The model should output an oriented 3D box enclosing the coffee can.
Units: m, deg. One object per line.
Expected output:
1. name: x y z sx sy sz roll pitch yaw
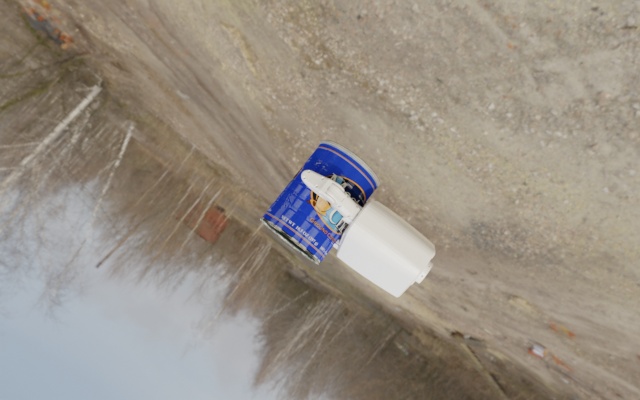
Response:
1. coffee can: 0.000 0.002 0.659 0.103 0.140 0.103 36 -10 7
